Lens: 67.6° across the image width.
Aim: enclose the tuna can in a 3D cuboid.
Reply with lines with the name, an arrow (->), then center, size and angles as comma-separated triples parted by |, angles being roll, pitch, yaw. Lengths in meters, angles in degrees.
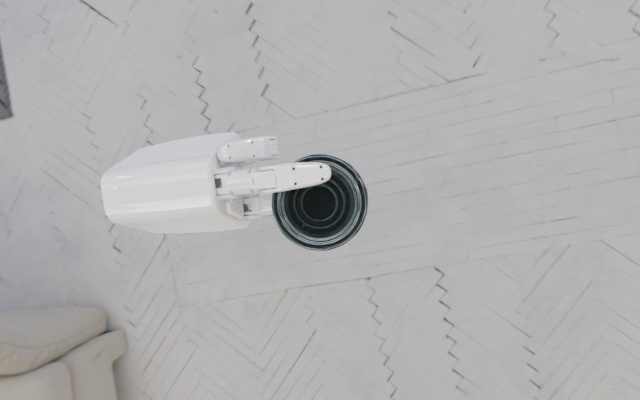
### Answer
tuna can -> 0.000, 0.001, 0.427 | 0.086, 0.086, 0.034 | 0, 3, 5
